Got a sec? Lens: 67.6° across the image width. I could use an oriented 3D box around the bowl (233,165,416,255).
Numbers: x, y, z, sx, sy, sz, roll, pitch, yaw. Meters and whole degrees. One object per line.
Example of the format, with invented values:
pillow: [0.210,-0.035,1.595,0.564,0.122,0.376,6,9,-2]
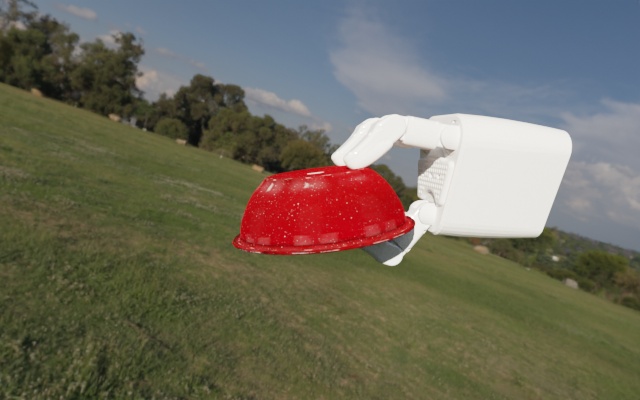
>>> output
bowl: [-0.001,0.001,0.420,0.162,0.055,0.162,-7,8,1]
